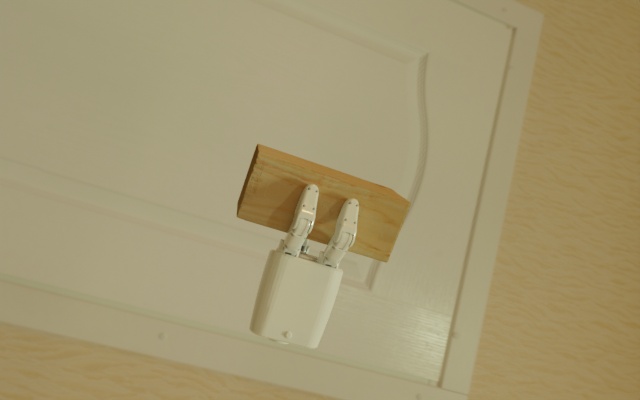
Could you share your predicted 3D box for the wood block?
[{"bbox_3d":[0.000,0.002,0.643,0.206,0.090,0.090,18,9,-13],"label":"wood block"}]
